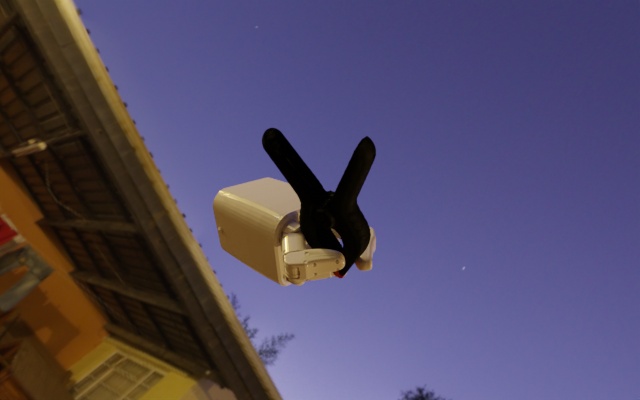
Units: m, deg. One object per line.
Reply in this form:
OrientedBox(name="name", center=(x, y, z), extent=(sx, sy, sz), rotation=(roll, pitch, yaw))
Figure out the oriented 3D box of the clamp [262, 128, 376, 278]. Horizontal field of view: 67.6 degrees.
OrientedBox(name="clamp", center=(0.001, 0.001, 0.478), extent=(0.120, 0.172, 0.039), rotation=(23, 43, 32))
